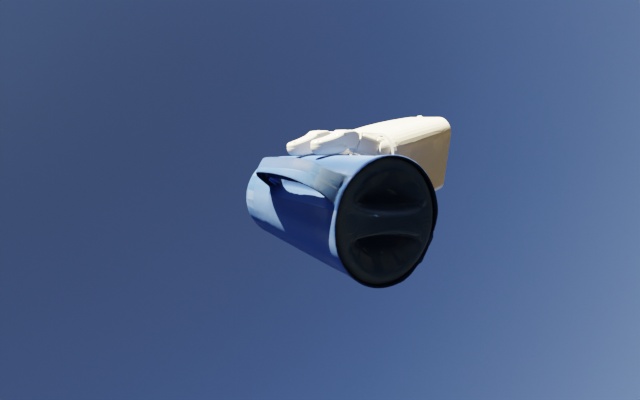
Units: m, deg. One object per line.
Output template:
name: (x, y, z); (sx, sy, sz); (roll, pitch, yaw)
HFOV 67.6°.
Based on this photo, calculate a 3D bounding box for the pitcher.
pitcher: (0.000, 0.002, 0.559); (0.145, 0.149, 0.243); (-22, 18, -29)
